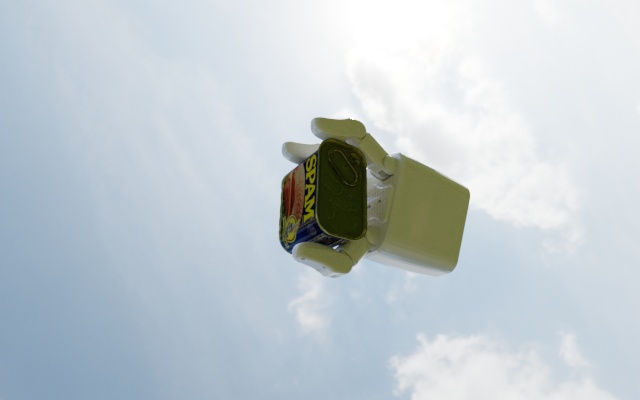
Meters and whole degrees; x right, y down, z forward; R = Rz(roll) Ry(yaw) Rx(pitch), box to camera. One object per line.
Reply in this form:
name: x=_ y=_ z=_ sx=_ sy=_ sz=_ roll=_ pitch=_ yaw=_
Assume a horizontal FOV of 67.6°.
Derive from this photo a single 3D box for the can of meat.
can of meat: x=0.000 y=0.002 z=0.486 sx=0.057 sy=0.102 sz=0.084 roll=16 pitch=-28 yaw=-28
